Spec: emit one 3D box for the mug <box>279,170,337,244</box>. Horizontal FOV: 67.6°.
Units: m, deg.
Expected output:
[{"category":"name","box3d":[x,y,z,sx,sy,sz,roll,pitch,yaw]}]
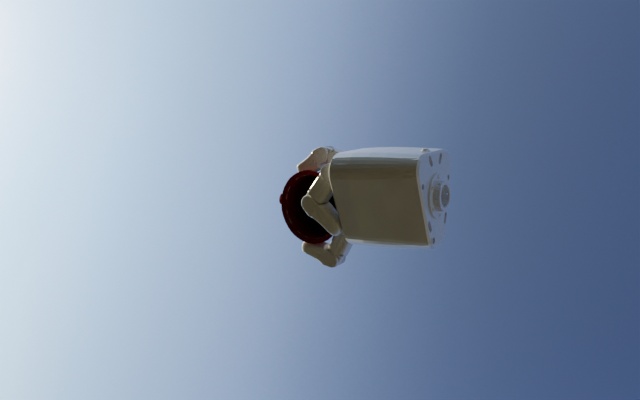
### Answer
[{"category":"mug","box3d":[-0.001,0.002,0.631,0.117,0.093,0.081,5,11,36]}]
